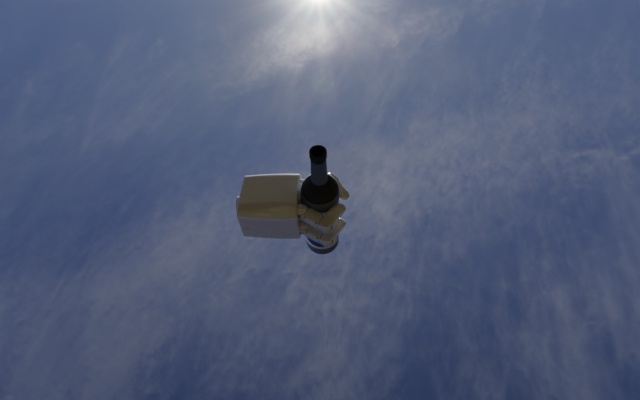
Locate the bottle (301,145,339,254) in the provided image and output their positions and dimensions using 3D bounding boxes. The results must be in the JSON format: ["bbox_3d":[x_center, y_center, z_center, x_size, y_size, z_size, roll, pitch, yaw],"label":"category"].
[{"bbox_3d":[0.000,0.003,0.857,0.069,0.069,0.296,0,-32,2],"label":"bottle"}]
